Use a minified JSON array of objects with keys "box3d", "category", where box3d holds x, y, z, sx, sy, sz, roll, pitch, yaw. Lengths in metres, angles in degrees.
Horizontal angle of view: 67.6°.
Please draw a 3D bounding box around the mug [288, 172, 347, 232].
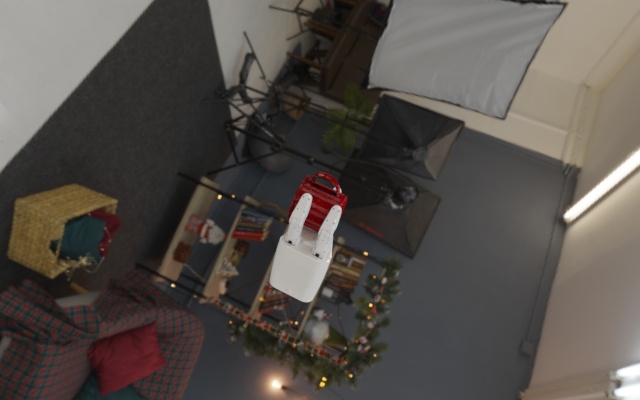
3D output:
[{"box3d":[0.001,0.002,0.864,0.081,0.117,0.093,24,32,8],"category":"mug"}]
